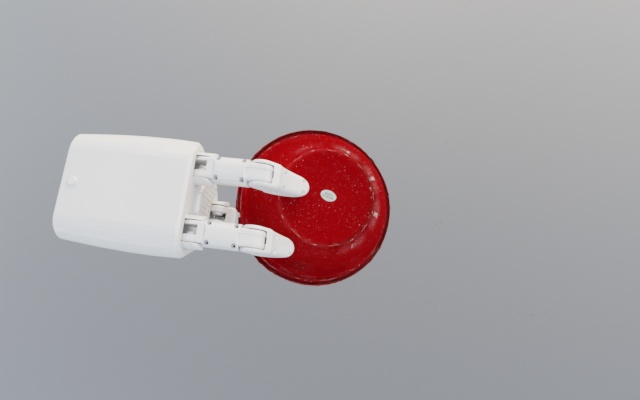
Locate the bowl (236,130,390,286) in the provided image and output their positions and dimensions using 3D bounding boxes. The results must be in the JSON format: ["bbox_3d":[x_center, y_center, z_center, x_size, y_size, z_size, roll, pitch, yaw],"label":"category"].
[{"bbox_3d":[0.001,0.001,0.466,0.162,0.162,0.055,0,-9,-13],"label":"bowl"}]
